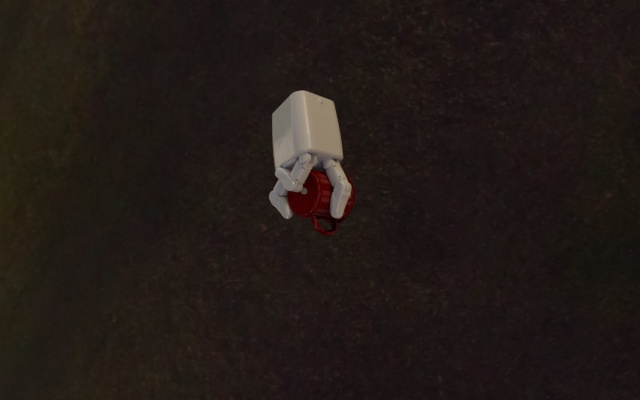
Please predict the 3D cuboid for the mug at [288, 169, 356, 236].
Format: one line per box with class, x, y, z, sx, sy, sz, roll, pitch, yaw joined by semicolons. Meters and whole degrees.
mug;0.000;0.004;0.811;0.093;0.117;0.081;-21;-20;41
